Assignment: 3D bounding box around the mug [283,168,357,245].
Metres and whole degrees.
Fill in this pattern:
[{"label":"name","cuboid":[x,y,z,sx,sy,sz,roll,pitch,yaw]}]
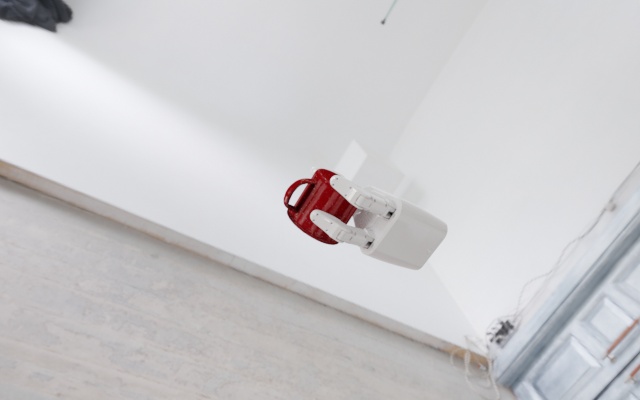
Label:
[{"label":"mug","cuboid":[-0.001,0.002,0.703,0.117,0.081,0.093,22,19,-31]}]
